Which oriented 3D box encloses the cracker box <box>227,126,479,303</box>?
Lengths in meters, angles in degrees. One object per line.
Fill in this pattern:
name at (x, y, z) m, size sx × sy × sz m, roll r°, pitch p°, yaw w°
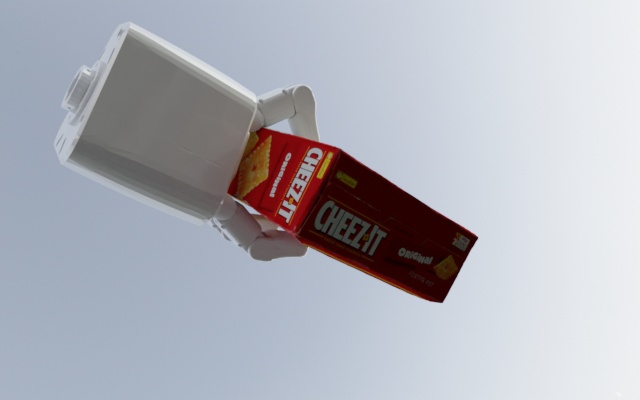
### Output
cracker box at (0.000, 0.001, 0.423) m, size 0.164 × 0.072 × 0.213 m, roll 27°, pitch -1°, yaw -35°
